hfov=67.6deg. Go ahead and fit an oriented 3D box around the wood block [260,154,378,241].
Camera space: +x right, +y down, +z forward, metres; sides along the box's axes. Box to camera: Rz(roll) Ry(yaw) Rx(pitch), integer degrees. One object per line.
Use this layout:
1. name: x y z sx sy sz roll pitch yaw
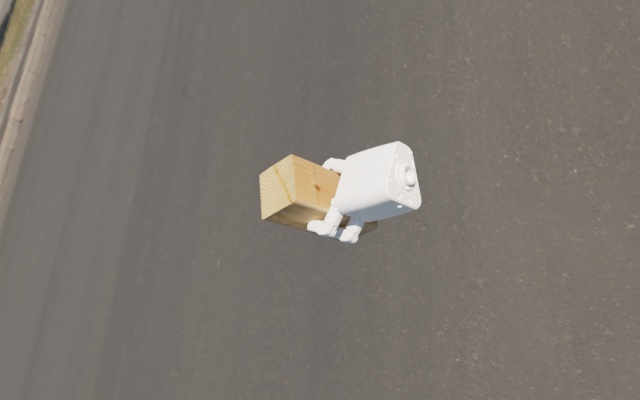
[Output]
1. wood block: 0.000 0.002 0.863 0.206 0.090 0.090 20 -36 -41
